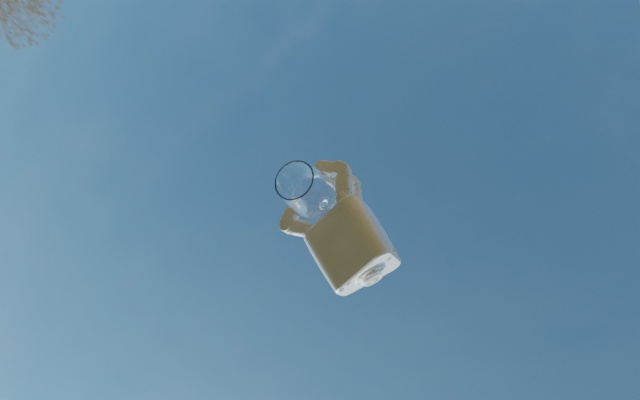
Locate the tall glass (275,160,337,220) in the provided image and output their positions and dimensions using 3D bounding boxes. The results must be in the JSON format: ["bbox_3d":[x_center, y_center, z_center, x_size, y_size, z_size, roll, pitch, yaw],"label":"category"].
[{"bbox_3d":[0.000,0.003,0.767,0.079,0.079,0.201,0,-19,24],"label":"tall glass"}]
